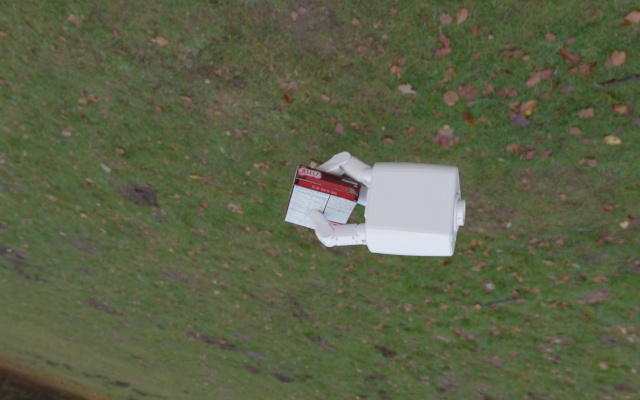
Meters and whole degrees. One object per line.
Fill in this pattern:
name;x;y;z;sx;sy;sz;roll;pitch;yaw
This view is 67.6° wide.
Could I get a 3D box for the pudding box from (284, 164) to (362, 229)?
pudding box;0.000;0.002;0.673;0.090;0.039;0.114;17;-32;-3
